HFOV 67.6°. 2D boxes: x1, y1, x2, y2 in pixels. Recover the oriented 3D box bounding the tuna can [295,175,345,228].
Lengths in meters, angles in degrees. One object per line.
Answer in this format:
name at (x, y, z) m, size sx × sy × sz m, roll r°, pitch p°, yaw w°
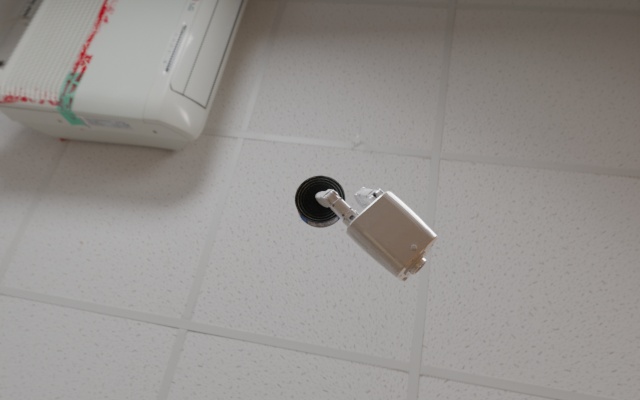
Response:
tuna can at (0.000, 0.003, 0.818) m, size 0.086 × 0.086 × 0.034 m, roll 0°, pitch -22°, yaw 4°
